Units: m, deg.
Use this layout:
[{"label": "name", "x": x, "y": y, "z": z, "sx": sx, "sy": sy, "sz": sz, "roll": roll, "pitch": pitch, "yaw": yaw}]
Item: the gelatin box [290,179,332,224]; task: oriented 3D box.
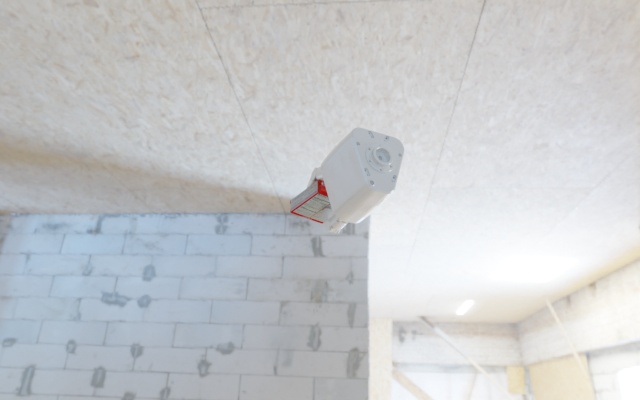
[{"label": "gelatin box", "x": 0.000, "y": 0.003, "z": 0.846, "sx": 0.073, "sy": 0.030, "sz": 0.089, "roll": 20, "pitch": -37, "yaw": -32}]
